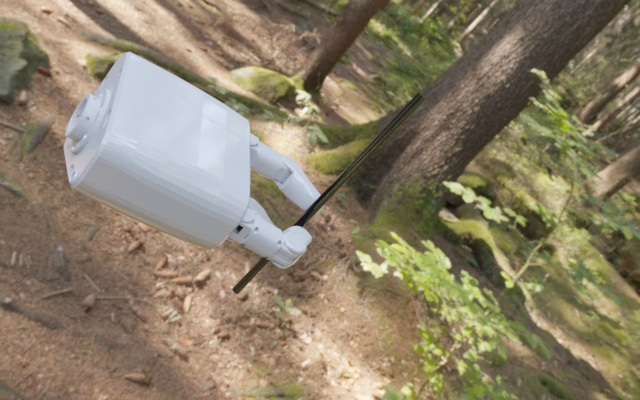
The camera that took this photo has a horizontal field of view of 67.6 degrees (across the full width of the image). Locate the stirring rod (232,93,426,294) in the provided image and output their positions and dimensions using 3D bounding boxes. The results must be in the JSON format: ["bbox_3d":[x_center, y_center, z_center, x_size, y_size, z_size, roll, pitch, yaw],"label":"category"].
[{"bbox_3d":[0.000,0.001,0.410,0.239,0.011,0.011,-46,-18,18],"label":"stirring rod"}]
